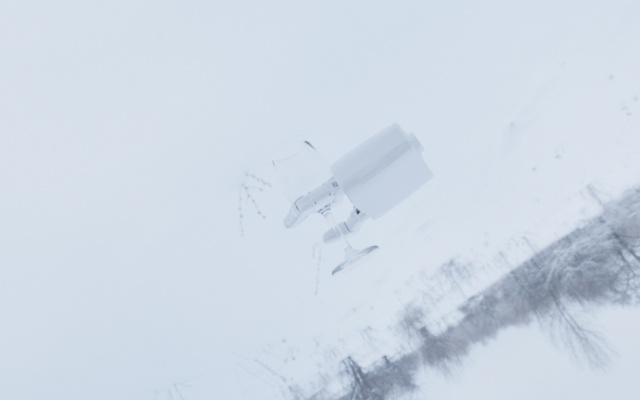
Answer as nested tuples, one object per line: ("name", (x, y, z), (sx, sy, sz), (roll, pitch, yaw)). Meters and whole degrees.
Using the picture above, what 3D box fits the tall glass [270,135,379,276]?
("tall glass", (0.000, 0.003, 0.679), (0.079, 0.201, 0.079), (-27, -21, -11))
